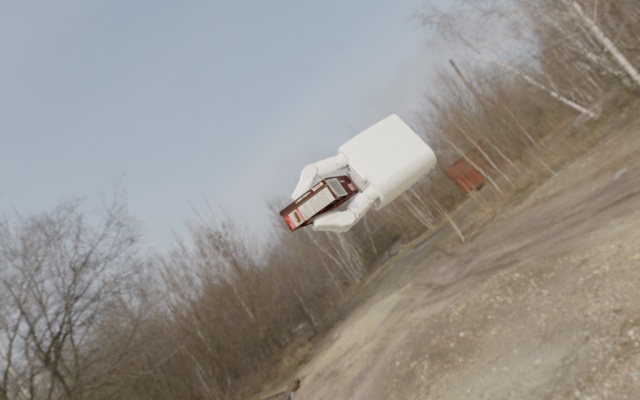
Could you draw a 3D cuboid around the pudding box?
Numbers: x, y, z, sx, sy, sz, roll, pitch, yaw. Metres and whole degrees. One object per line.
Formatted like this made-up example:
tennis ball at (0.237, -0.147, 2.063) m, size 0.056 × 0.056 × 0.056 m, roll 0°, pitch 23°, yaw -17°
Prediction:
pudding box at (0.000, 0.002, 0.721) m, size 0.090 × 0.039 × 0.113 m, roll -37°, pitch -9°, yaw 19°
